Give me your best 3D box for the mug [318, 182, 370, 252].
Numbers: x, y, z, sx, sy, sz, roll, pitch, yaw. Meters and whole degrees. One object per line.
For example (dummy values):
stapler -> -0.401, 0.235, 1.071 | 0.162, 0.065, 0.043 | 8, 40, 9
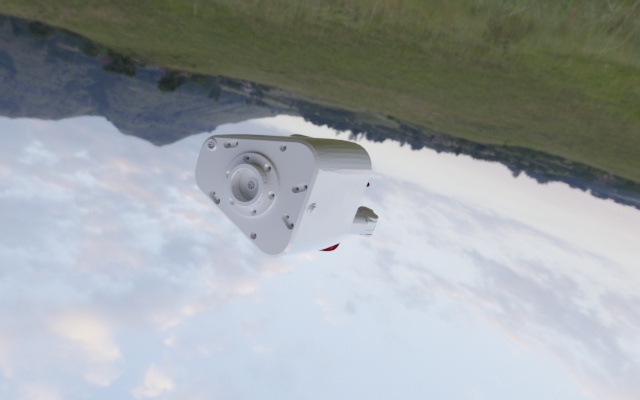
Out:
mug -> 0.001, 0.002, 0.524 | 0.093, 0.081, 0.117 | 26, 12, 22
